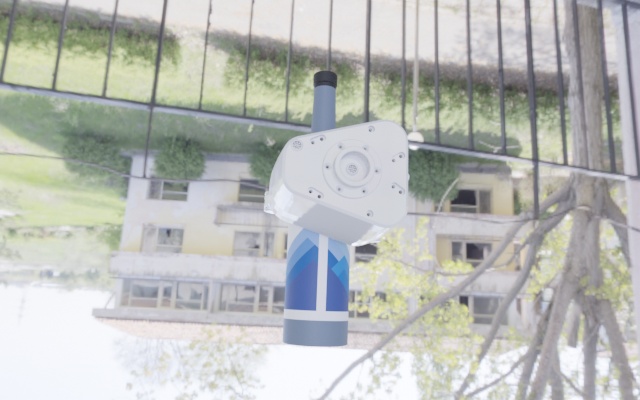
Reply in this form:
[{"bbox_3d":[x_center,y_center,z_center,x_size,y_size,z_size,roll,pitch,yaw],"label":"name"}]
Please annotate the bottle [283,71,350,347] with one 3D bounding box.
[{"bbox_3d":[0.000,0.002,0.515,0.069,0.295,0.069,2,-11,0],"label":"bottle"}]
